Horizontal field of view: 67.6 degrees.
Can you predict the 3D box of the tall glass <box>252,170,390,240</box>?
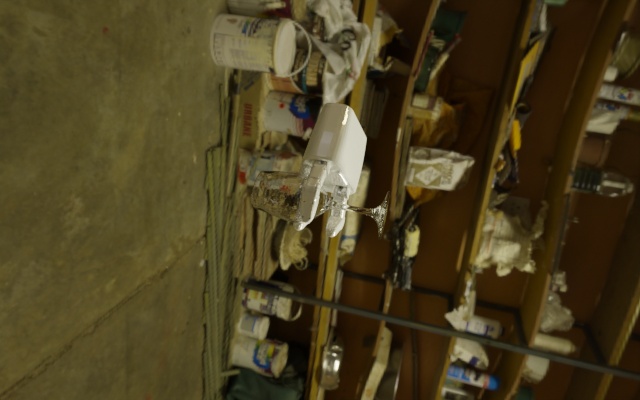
[{"bbox_3d":[0.001,0.003,0.728,0.201,0.079,0.079,11,2,11],"label":"tall glass"}]
